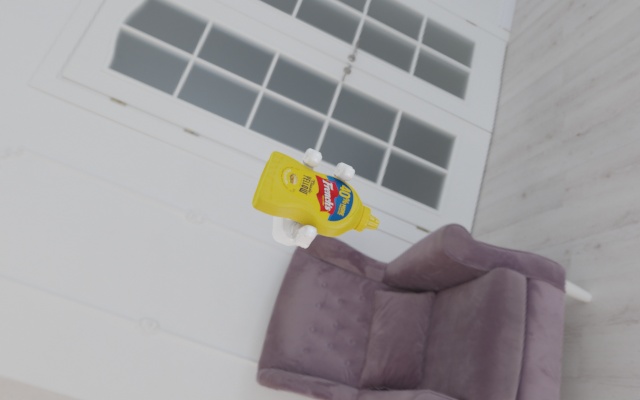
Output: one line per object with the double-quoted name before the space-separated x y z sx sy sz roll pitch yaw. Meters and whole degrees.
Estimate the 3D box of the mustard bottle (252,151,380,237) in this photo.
"mustard bottle" 0.000 0.002 0.716 0.191 0.096 0.058 23 -39 -11
